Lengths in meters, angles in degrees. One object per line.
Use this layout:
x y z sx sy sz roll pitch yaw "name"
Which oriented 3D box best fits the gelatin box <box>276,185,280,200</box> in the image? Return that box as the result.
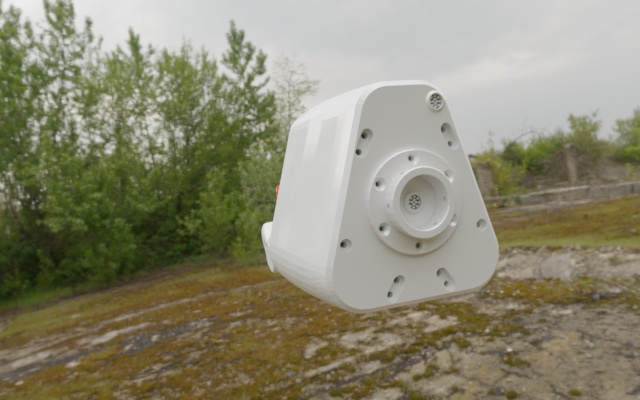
0.000 0.001 0.407 0.073 0.030 0.089 -6 7 -4 "gelatin box"
